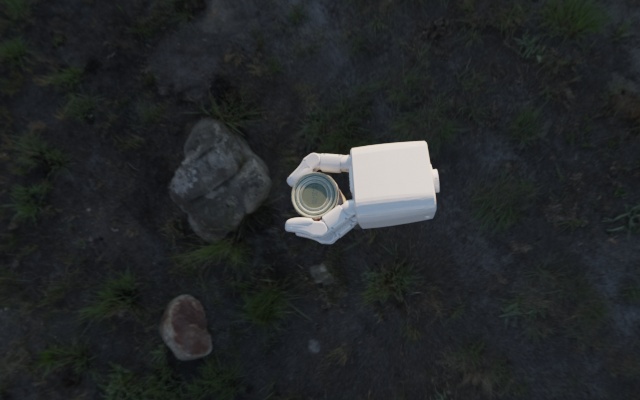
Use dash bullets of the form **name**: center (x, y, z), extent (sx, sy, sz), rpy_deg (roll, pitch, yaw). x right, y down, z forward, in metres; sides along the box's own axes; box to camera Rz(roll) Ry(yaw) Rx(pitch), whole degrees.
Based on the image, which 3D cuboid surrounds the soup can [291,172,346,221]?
- **soup can**: center (0.000, 0.002, 0.699), extent (0.068, 0.068, 0.102), rpy_deg (0, -11, 10)
